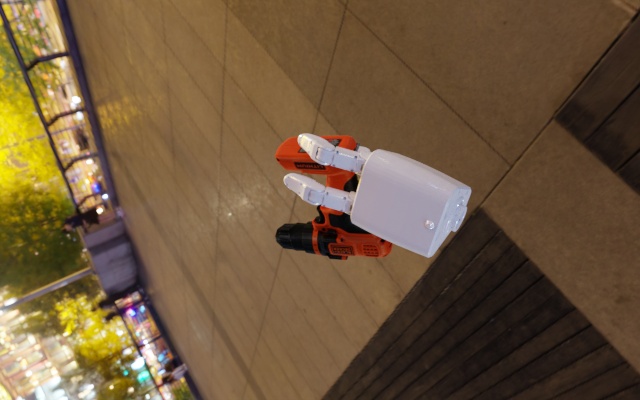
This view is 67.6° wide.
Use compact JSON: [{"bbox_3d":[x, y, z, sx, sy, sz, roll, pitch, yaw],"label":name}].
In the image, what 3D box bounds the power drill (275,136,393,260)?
[{"bbox_3d":[0.000,0.002,0.669,0.184,0.188,0.057,0,39,23],"label":"power drill"}]
